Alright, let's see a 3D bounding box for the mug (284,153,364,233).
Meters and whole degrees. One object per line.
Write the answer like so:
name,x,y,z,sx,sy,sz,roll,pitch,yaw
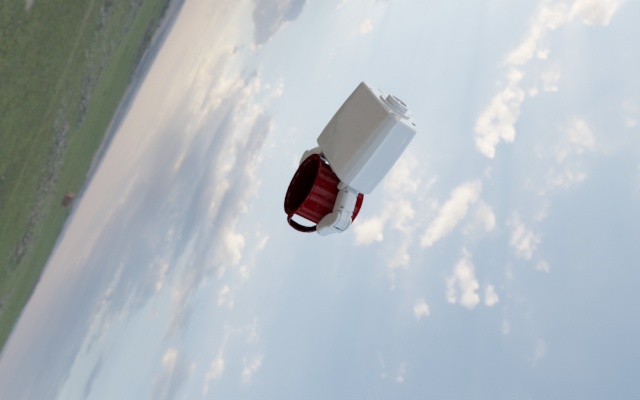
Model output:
mug,-0.001,0.003,0.671,0.081,0.117,0.093,26,27,-23
